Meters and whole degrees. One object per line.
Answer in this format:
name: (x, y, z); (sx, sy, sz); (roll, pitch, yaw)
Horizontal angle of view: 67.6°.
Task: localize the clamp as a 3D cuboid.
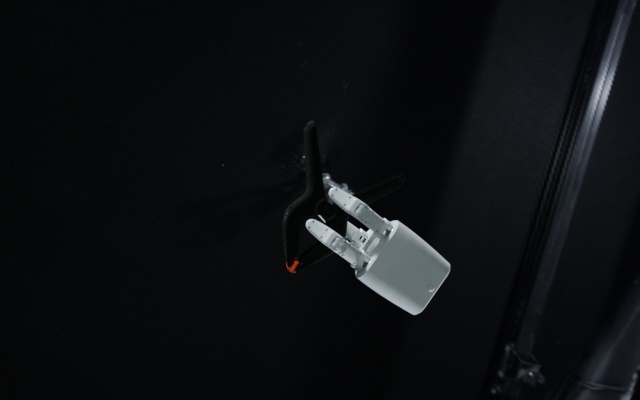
clamp: (0.000, 0.003, 0.686); (0.164, 0.210, 0.036); (36, -3, -7)
